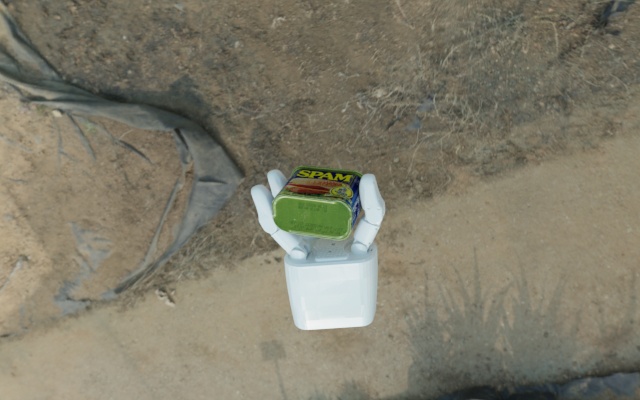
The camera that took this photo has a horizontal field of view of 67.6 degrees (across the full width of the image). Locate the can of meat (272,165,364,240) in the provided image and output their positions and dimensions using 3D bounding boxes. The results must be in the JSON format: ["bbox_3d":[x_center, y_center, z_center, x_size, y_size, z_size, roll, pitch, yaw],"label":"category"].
[{"bbox_3d":[0.000,0.002,0.579,0.102,0.057,0.084,7,28,14],"label":"can of meat"}]
